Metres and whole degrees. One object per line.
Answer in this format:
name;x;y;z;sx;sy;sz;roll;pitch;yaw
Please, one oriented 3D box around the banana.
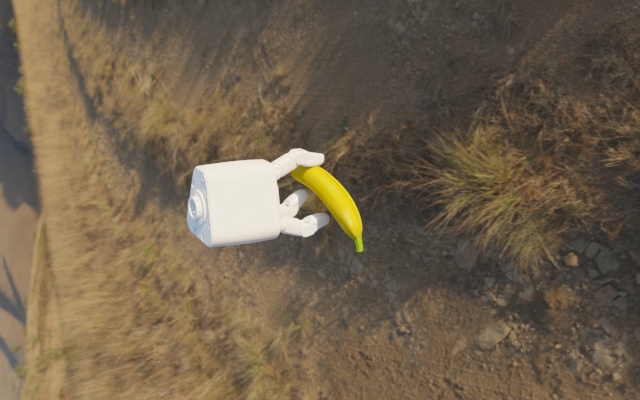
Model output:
banana;0.007;-0.009;0.735;0.037;0.070;0.197;-13;50;-34
